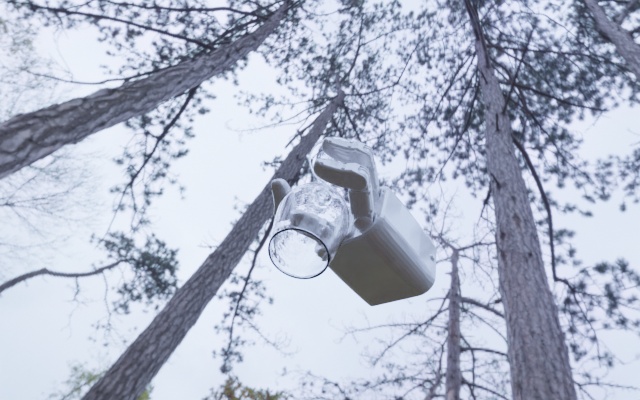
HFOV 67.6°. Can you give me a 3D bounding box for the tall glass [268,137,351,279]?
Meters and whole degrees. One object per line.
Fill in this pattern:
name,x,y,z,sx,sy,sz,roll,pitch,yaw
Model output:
tall glass,0.000,0.001,0.542,0.079,0.079,0.201,0,30,15
